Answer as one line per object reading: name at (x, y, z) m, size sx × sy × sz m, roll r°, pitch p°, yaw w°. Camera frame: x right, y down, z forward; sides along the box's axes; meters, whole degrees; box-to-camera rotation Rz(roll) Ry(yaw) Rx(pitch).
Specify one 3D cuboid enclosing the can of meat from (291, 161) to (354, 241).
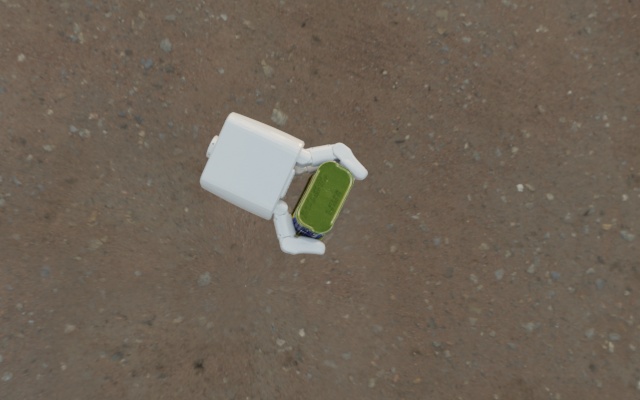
can of meat at (0.000, 0.002, 0.651) m, size 0.057 × 0.102 × 0.084 m, roll 27°, pitch -13°, yaw -3°
